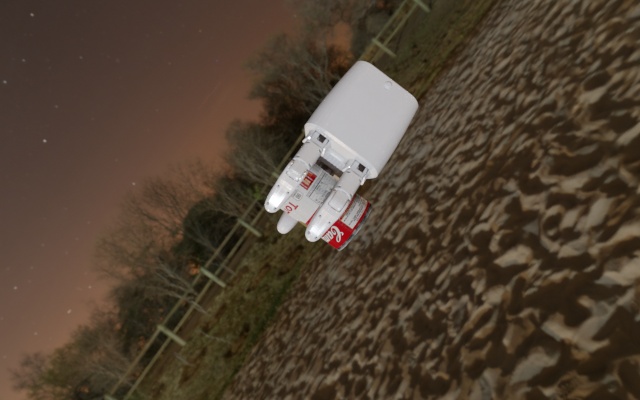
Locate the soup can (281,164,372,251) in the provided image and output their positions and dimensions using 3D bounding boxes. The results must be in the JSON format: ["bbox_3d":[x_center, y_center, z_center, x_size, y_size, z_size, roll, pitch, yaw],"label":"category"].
[{"bbox_3d":[0.000,0.002,0.558,0.102,0.068,0.068,36,-3,-5],"label":"soup can"}]
